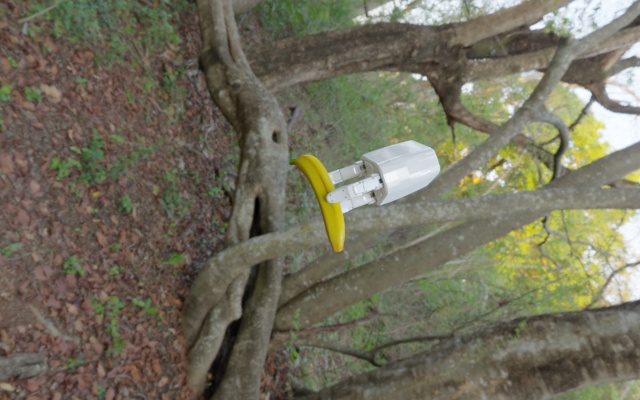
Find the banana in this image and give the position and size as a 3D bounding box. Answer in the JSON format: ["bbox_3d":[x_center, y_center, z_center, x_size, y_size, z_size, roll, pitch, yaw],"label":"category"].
[{"bbox_3d":[0.003,-0.009,0.837,0.037,0.197,0.070,-17,-21,-23],"label":"banana"}]
